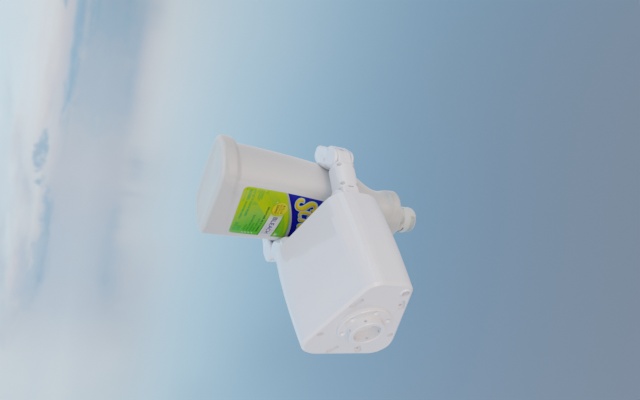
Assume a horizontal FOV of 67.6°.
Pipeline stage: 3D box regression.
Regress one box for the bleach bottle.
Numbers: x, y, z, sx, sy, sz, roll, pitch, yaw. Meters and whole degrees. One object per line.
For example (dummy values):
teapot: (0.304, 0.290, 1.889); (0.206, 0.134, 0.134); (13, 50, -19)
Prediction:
bleach bottle: (0.000, 0.002, 0.522); (0.251, 0.068, 0.103); (8, -49, -26)
